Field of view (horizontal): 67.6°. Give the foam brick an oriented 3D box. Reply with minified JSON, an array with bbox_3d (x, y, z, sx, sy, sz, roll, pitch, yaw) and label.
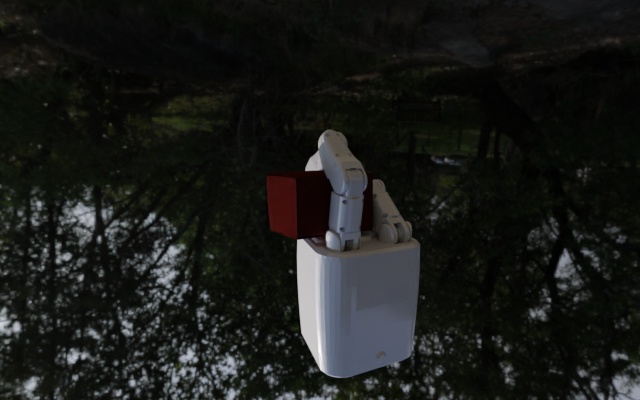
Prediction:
[{"bbox_3d":[0.000,0.001,0.410,0.078,0.051,0.053,-5,9,-31],"label":"foam brick"}]
